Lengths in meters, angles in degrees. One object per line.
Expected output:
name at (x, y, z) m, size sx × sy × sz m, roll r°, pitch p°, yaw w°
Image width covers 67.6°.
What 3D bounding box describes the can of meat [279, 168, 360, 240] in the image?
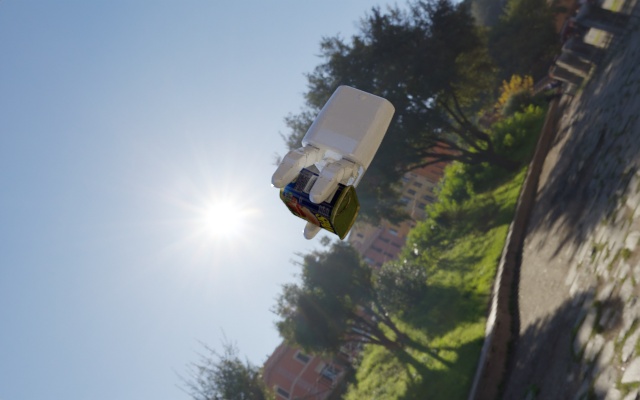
can of meat at (0.000, 0.002, 0.645) m, size 0.084 × 0.057 × 0.102 m, roll 24°, pitch -14°, yaw 19°
